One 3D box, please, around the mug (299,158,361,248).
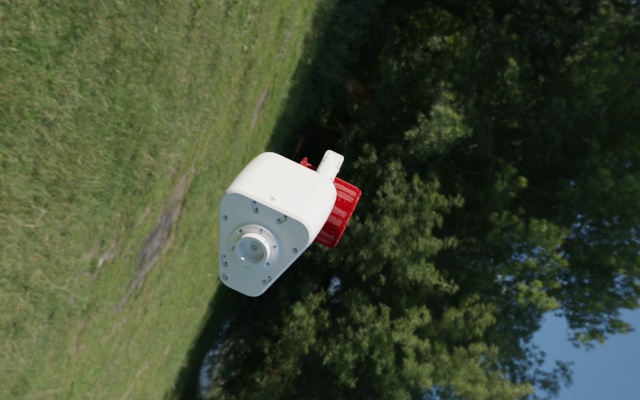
[{"bbox_3d":[0.001,0.002,0.600,0.081,0.093,0.117,26,26,2],"label":"mug"}]
